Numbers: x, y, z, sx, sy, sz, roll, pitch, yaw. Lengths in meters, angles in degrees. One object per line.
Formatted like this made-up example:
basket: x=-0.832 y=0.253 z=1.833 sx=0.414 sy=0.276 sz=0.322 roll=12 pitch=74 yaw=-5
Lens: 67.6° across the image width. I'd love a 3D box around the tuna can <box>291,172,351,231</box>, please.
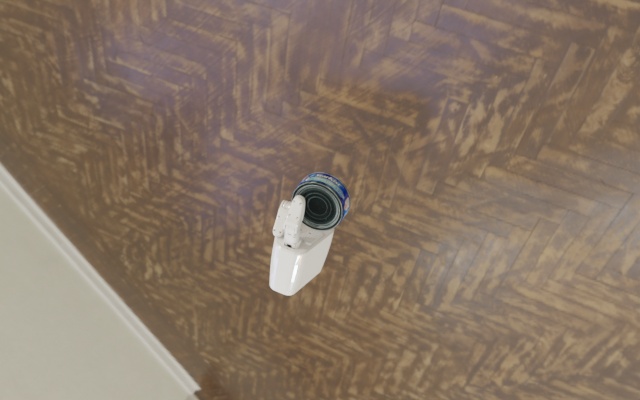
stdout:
tuna can: x=0.000 y=0.003 z=0.720 sx=0.086 sy=0.086 sz=0.033 roll=0 pitch=28 yaw=25
